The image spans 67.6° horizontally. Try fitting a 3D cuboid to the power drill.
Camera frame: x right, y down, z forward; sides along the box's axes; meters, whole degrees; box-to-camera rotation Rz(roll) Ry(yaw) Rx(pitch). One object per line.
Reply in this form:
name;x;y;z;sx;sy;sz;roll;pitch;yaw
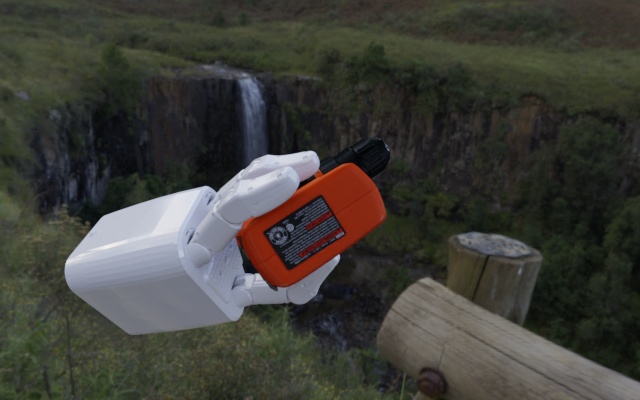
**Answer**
power drill;0.000;0.002;0.429;0.184;0.057;0.187;-35;7;-1
